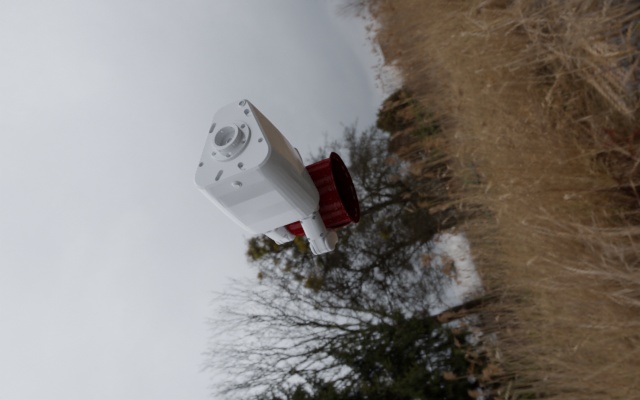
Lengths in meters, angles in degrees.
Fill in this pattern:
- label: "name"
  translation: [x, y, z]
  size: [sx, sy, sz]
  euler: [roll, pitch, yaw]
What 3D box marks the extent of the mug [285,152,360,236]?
- label: "mug"
  translation: [0.001, 0.003, 0.610]
  size: [0.081, 0.093, 0.117]
  euler: [-19, -37, 17]
